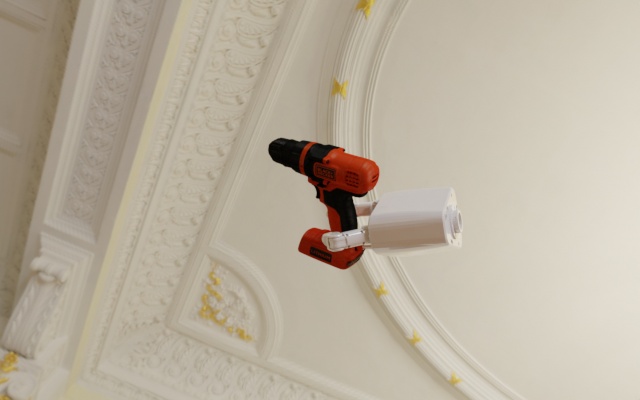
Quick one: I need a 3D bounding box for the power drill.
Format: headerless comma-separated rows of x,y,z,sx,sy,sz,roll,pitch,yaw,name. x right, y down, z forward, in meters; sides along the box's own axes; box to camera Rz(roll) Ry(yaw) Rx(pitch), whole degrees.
0.000,0.003,0.725,0.184,0.188,0.057,20,38,31,power drill
